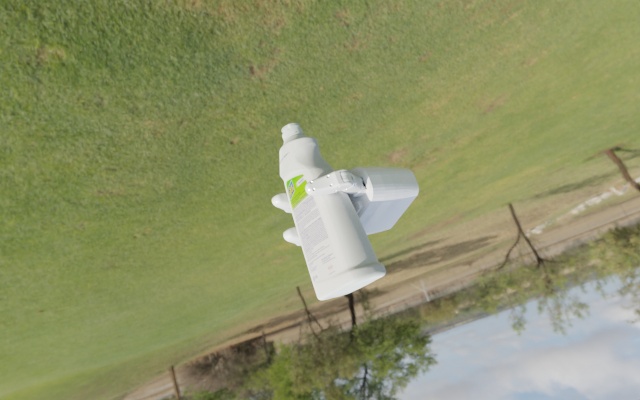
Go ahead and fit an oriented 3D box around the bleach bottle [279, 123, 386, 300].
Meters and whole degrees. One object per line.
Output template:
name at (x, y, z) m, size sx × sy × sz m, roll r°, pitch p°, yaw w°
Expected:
bleach bottle at (0.000, 0.002, 0.658) m, size 0.068 × 0.250 × 0.103 m, roll -5°, pitch -23°, yaw -39°
